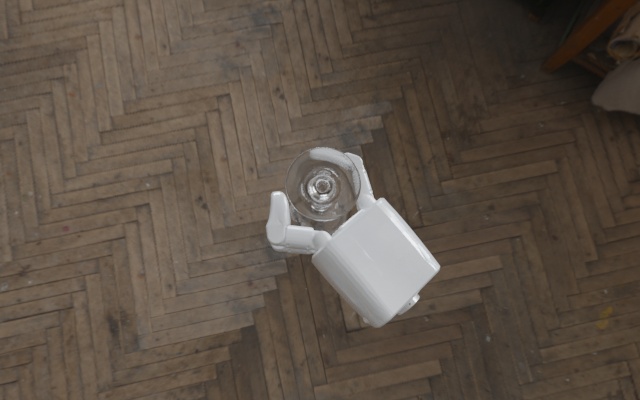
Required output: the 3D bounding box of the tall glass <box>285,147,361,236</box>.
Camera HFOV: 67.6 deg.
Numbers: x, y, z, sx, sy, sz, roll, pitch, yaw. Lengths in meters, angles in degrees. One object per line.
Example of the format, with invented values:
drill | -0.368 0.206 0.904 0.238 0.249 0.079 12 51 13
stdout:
tall glass | 0.000 0.002 0.563 0.079 0.079 0.201 0 -10 -2
